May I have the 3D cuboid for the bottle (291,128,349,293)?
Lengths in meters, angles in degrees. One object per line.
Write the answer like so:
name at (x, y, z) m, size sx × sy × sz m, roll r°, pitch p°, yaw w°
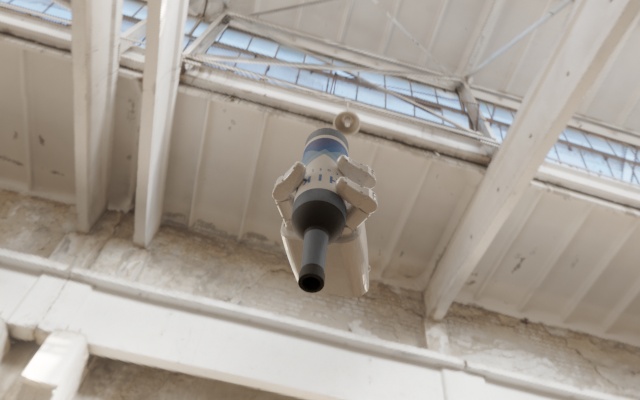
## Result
bottle at (0.000, 0.002, 0.607) m, size 0.069 × 0.069 × 0.295 m, roll 0°, pitch 34°, yaw 5°
